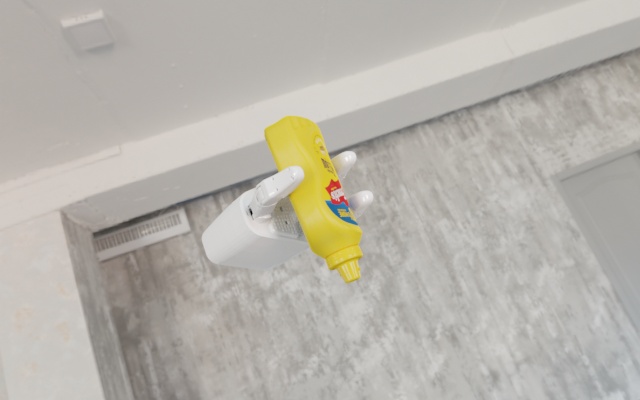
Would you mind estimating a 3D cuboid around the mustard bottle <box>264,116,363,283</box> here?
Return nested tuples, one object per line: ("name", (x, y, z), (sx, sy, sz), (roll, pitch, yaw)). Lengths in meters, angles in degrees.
("mustard bottle", (0.000, 0.001, 0.541), (0.058, 0.191, 0.096), (-27, -17, 16))
